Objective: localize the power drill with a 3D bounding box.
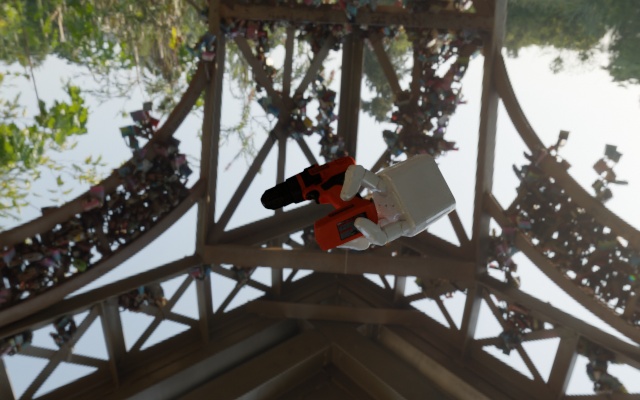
[{"bbox_3d":[0.001,0.003,0.802,0.184,0.057,0.187,-24,36,-6],"label":"power drill"}]
